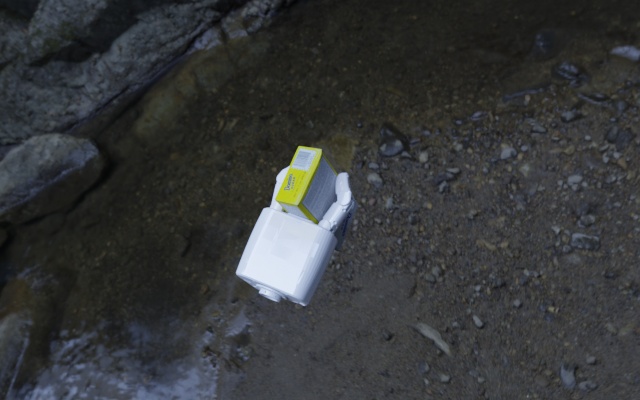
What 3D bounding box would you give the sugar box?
[{"bbox_3d":[0.000,0.002,0.736,0.048,0.093,0.176,14,-21,27],"label":"sugar box"}]
